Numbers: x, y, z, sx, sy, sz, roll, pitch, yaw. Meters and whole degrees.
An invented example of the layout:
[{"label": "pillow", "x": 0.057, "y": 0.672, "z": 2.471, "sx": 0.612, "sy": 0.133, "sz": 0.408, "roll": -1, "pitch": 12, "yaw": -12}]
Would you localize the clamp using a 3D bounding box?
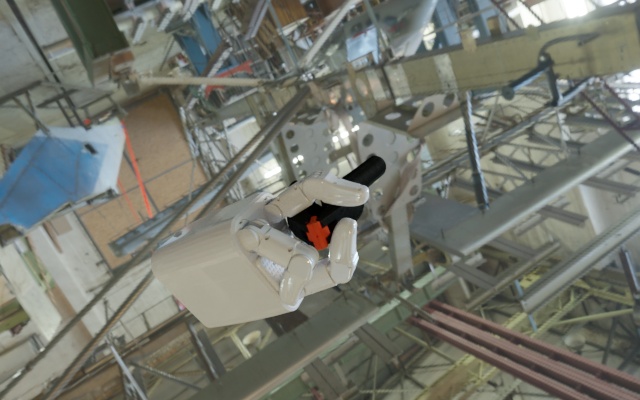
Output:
[{"label": "clamp", "x": 0.000, "y": 0.002, "z": 0.506, "sx": 0.120, "sy": 0.039, "sz": 0.171, "roll": -20, "pitch": 15, "yaw": 25}]
